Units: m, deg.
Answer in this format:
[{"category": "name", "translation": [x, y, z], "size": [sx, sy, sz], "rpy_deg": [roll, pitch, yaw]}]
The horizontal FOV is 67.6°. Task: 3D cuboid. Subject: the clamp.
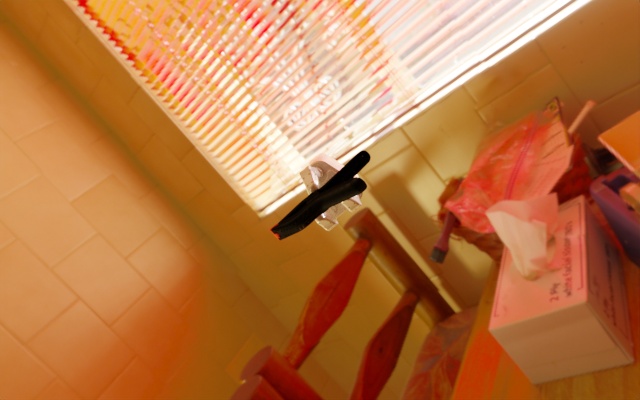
[{"category": "clamp", "translation": [-0.001, 0.002, 0.781], "size": [0.210, 0.036, 0.164], "rpy_deg": [-38, 11, 13]}]
